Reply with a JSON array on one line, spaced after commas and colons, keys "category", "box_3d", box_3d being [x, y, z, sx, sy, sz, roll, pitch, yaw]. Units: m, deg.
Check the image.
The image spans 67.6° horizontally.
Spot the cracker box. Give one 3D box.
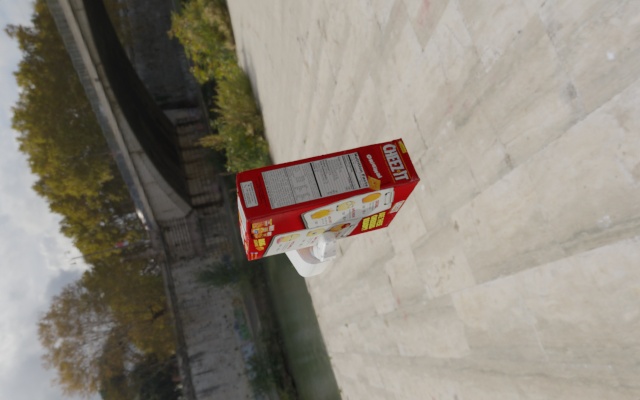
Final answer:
[{"category": "cracker box", "box_3d": [0.000, 0.002, 0.628, 0.213, 0.072, 0.164, -13, -21, -13]}]
